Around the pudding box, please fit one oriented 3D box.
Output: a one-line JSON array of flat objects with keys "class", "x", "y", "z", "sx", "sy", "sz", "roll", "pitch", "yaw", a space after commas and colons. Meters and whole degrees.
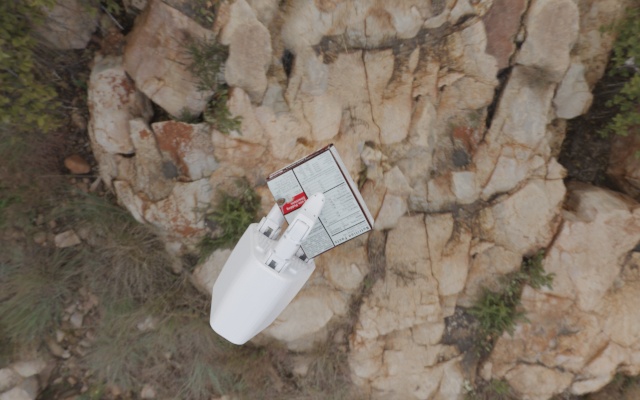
[{"class": "pudding box", "x": 0.000, "y": 0.002, "z": 0.567, "sx": 0.090, "sy": 0.113, "sz": 0.039, "roll": -27, "pitch": 11, "yaw": 12}]
